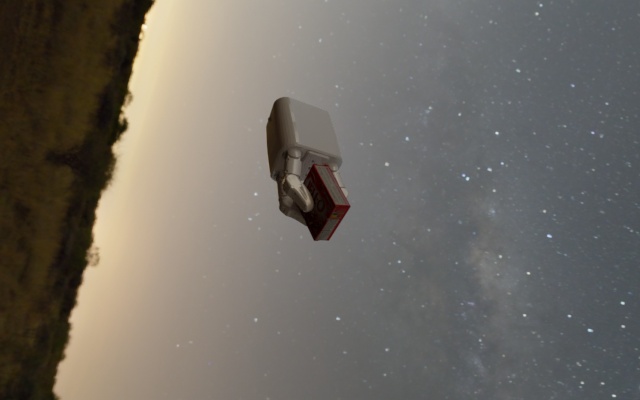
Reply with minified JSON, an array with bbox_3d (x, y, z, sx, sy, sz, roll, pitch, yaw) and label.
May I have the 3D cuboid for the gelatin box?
[{"bbox_3d":[0.001,0.003,0.691,0.030,0.089,0.073,2,-46,-34],"label":"gelatin box"}]
